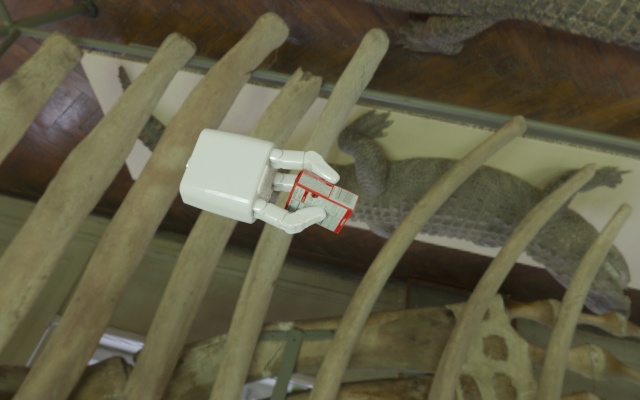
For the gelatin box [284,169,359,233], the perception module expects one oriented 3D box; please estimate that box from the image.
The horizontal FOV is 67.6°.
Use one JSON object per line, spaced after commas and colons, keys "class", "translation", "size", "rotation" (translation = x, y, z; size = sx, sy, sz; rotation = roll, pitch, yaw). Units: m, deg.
{"class": "gelatin box", "translation": [0.000, 0.003, 0.669], "size": [0.089, 0.030, 0.073], "rotation": [25, -33, -1]}
